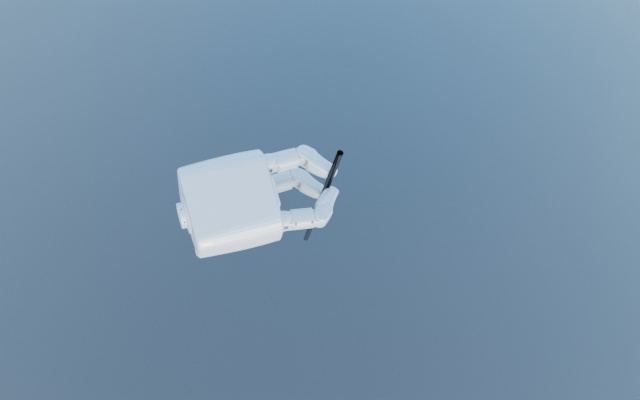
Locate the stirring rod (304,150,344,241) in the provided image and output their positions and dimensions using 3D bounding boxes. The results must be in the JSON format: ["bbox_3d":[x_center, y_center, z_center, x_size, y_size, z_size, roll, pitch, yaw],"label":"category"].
[{"bbox_3d":[0.000,0.002,0.670,0.011,0.011,0.240,0,-29,-13],"label":"stirring rod"}]
